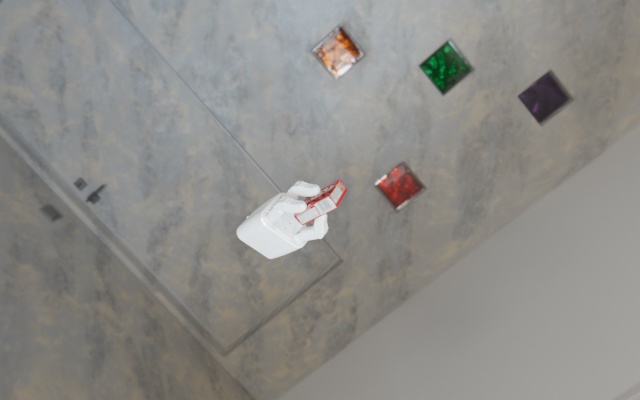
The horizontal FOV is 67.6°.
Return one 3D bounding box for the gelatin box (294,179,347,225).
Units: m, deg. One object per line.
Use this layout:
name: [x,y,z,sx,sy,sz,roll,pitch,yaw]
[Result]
gelatin box: [0.001,0.003,0.899,0.089,0.030,0.073,-28,15,31]
